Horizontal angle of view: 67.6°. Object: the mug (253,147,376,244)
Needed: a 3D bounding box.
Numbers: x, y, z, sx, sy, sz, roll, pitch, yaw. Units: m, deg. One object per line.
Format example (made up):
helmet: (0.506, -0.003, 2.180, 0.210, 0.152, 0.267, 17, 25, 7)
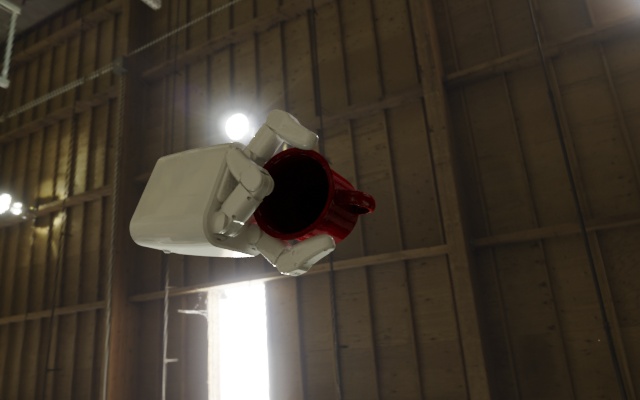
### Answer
mug: (0.001, 0.002, 0.488, 0.117, 0.093, 0.081, -2, -15, 28)
